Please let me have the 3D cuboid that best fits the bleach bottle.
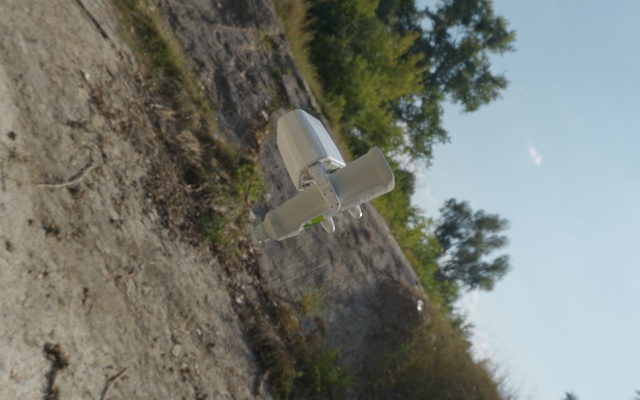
[{"bbox_3d":[0.000,0.003,0.811,0.251,0.068,0.102,-27,-17,2],"label":"bleach bottle"}]
